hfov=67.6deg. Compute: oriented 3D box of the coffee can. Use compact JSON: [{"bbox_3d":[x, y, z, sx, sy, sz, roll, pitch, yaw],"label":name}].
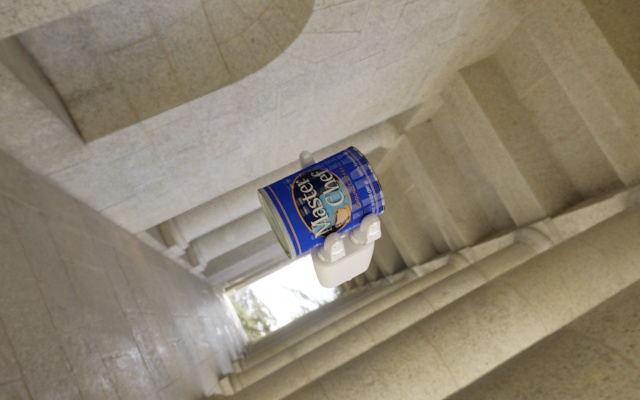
[{"bbox_3d":[0.000,0.002,0.639,0.140,0.103,0.103,-26,6,-12],"label":"coffee can"}]
